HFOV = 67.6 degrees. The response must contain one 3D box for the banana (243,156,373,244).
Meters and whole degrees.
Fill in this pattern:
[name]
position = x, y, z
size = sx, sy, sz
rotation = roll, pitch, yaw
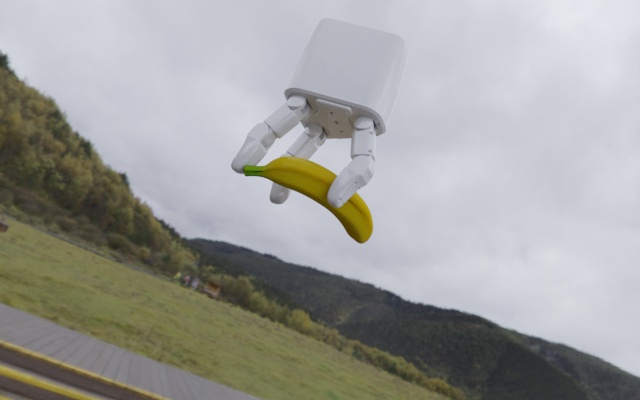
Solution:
[banana]
position = 0.010, -0.001, 0.536
size = 0.069, 0.037, 0.198
rotation = -5, -31, 47
